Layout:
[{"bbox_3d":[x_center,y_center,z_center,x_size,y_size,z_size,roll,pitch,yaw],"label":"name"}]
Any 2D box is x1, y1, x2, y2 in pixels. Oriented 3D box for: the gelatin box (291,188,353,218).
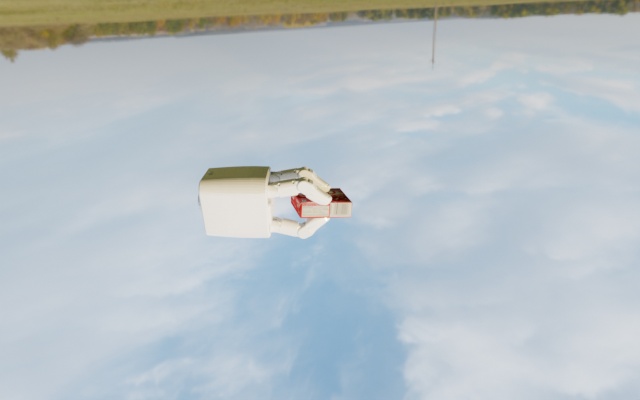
[{"bbox_3d":[0.000,0.003,0.792,0.089,0.030,0.073,0,20,-15],"label":"gelatin box"}]
